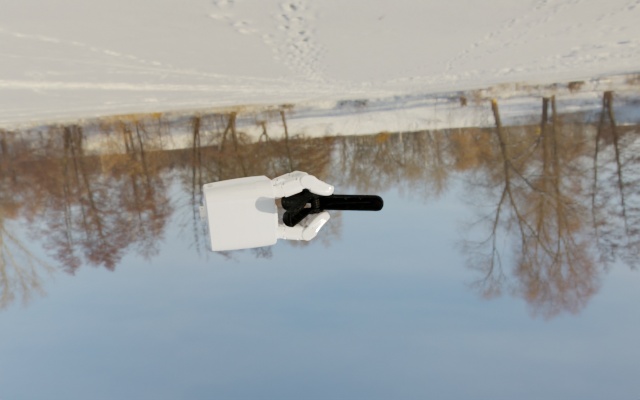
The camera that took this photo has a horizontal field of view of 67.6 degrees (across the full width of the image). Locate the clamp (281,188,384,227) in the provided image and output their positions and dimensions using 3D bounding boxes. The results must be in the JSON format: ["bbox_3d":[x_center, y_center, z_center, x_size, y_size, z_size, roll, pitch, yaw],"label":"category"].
[{"bbox_3d":[0.000,0.003,0.807,0.164,0.036,0.210,-7,11,-14],"label":"clamp"}]
